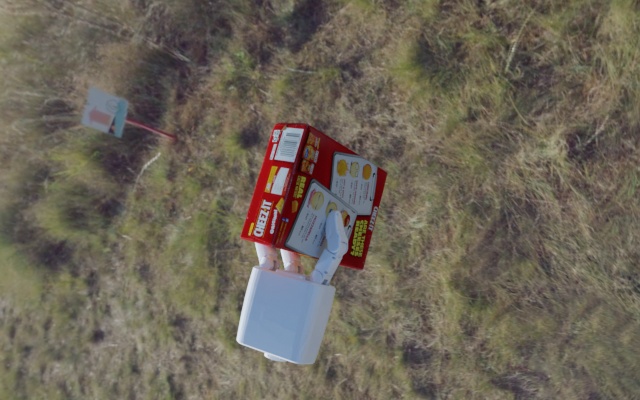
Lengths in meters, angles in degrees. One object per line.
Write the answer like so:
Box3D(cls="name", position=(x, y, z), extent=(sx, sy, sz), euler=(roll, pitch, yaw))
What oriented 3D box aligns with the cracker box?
Box3D(cls="cracker box", position=(0.000, 0.002, 0.691), extent=(0.072, 0.164, 0.214), euler=(11, -8, 39))
